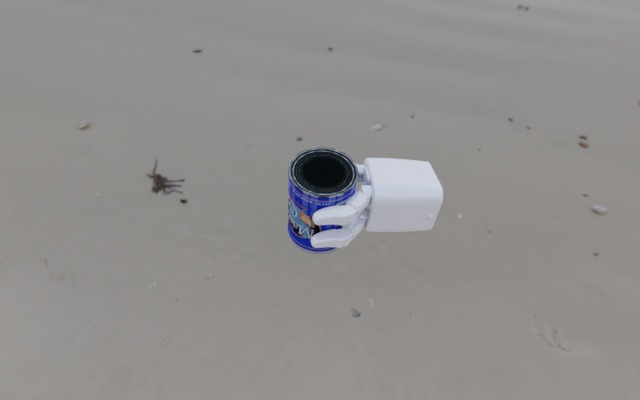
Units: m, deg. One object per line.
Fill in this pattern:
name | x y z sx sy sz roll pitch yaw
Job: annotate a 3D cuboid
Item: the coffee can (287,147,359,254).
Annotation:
coffee can | 0.000 0.002 0.745 0.103 0.102 0.140 0 -41 -5
